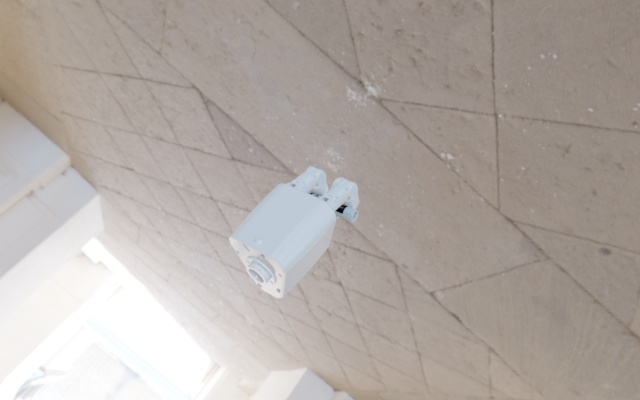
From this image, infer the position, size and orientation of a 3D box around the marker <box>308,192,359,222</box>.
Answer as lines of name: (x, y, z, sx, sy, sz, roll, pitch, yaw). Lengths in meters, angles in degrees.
marker: (0.000, 0.002, 0.699, 0.121, 0.020, 0.020, 23, 11, 29)
